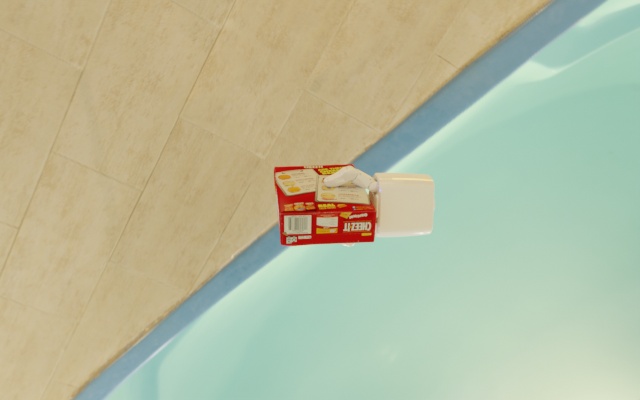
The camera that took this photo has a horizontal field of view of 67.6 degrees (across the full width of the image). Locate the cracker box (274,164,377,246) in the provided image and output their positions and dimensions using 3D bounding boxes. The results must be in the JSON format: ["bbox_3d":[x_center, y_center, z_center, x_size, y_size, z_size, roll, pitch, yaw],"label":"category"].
[{"bbox_3d":[0.000,0.003,0.886,0.164,0.072,0.213,-2,25,-7],"label":"cracker box"}]
